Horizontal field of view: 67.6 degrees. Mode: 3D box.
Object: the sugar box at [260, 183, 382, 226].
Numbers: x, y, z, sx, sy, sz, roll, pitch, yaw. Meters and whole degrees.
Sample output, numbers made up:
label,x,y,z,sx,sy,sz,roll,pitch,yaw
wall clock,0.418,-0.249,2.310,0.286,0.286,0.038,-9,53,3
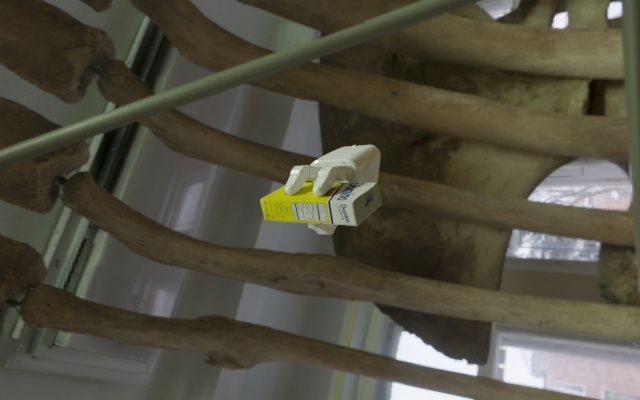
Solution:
label,x,y,z,sx,sy,sz,roll,pitch,yaw
sugar box,0.000,0.002,0.774,0.176,0.048,0.093,-2,20,33
